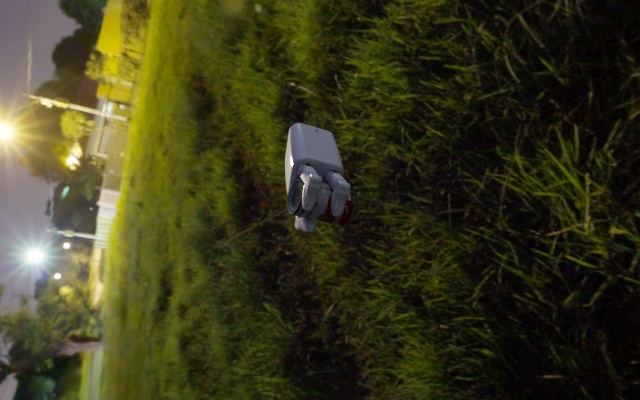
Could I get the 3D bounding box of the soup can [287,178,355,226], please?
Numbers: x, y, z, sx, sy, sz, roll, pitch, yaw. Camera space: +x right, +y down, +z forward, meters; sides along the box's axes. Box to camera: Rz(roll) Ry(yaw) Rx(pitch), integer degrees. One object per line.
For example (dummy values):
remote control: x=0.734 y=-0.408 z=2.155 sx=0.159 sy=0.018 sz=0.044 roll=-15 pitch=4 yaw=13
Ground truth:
soup can: x=0.000 y=0.003 z=0.848 sx=0.102 sy=0.068 sz=0.068 roll=13 pitch=-5 yaw=-24
